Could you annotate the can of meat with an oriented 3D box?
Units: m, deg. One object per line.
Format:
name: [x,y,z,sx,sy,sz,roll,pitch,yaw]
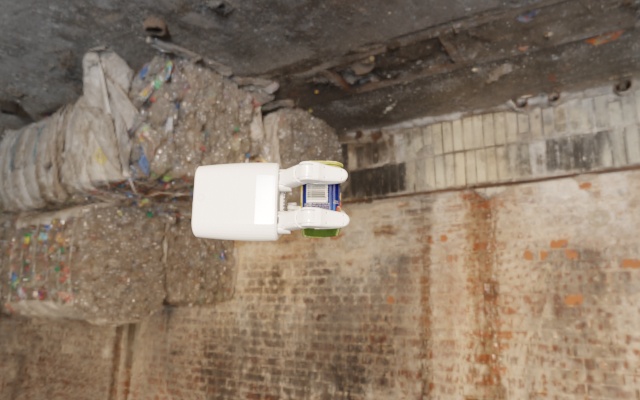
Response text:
can of meat: [0.000,0.002,0.632,0.057,0.084,0.102,1,-13,0]
